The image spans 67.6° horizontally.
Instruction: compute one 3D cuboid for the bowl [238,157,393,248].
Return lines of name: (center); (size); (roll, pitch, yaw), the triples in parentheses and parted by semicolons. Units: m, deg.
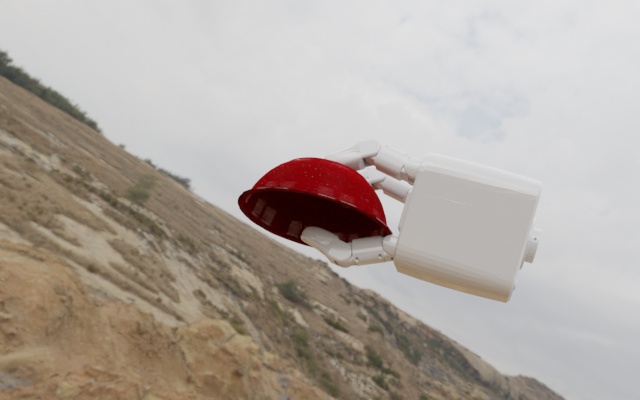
bowl: (-0.001, 0.001, 0.492); (0.162, 0.055, 0.162); (13, -22, 5)
